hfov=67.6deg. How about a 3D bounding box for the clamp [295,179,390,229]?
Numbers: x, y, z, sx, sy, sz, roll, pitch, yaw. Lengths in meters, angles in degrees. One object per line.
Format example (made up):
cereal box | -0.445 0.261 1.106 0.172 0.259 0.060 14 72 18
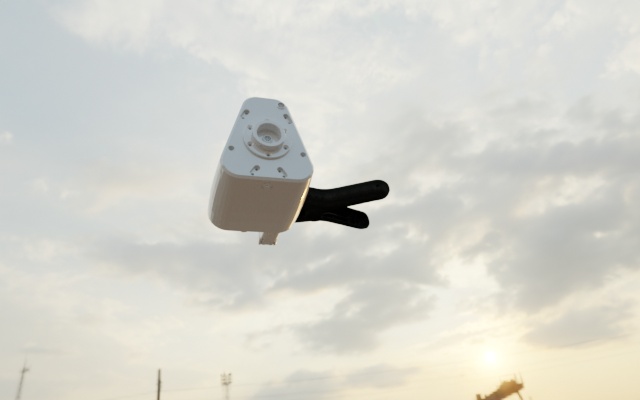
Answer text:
clamp | 0.000 0.001 0.597 0.171 0.039 0.120 3 -30 -17
